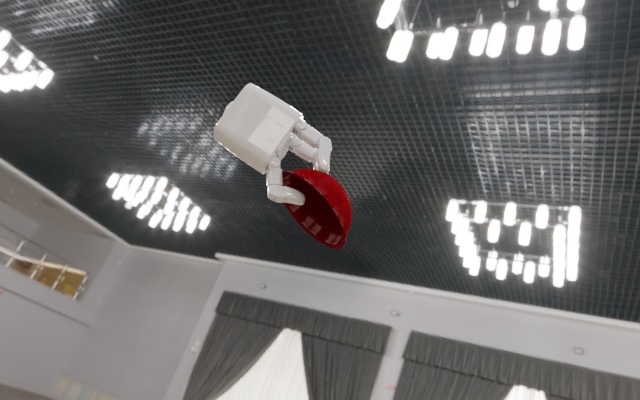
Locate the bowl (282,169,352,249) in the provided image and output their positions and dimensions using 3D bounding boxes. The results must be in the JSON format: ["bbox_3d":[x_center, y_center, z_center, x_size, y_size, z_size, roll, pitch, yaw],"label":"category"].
[{"bbox_3d":[0.001,0.003,0.801,0.055,0.162,0.162,-40,18,-24],"label":"bowl"}]
